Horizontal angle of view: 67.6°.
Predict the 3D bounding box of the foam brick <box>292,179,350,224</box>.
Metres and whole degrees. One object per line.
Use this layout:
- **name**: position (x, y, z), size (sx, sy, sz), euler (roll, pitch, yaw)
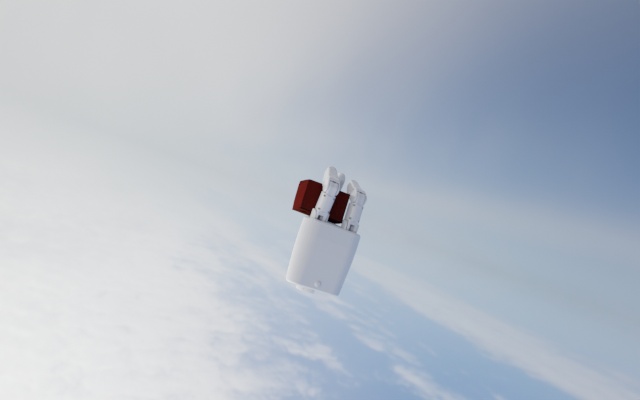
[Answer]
- **foam brick**: position (0.000, 0.002, 0.789), size (0.078, 0.051, 0.053), euler (21, -9, -16)
